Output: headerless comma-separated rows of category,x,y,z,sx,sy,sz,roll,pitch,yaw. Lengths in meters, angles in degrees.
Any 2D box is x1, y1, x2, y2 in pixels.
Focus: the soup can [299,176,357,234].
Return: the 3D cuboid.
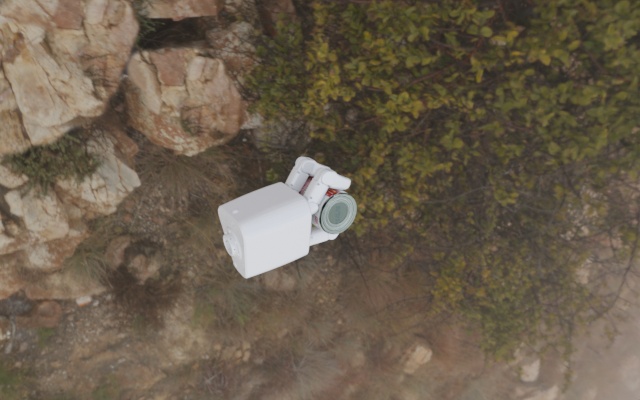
soup can,0.001,0.002,0.742,0.068,0.068,0.102,0,21,-35
